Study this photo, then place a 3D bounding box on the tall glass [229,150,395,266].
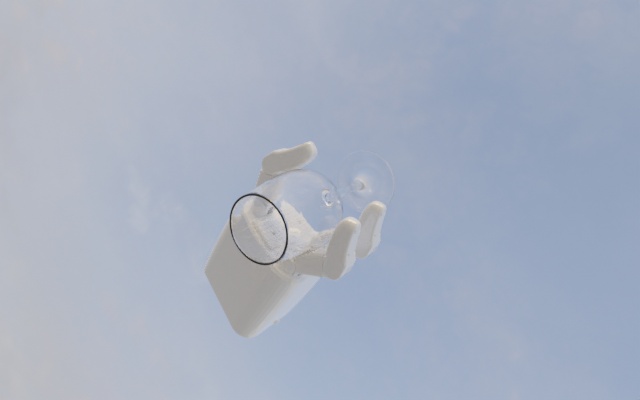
[{"bbox_3d":[0.000,0.001,0.473,0.079,0.079,0.201,0,13,32],"label":"tall glass"}]
